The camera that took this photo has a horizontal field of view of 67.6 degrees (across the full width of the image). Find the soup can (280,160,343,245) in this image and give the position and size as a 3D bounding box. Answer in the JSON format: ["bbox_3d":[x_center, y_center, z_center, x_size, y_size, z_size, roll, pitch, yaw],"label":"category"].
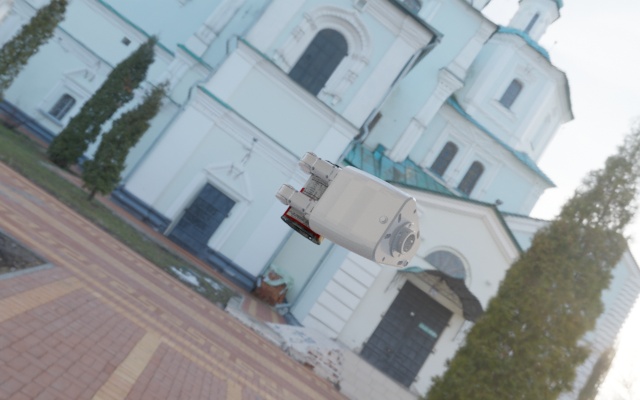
[{"bbox_3d":[0.000,0.002,0.674,0.068,0.102,0.068,34,-10,7],"label":"soup can"}]
